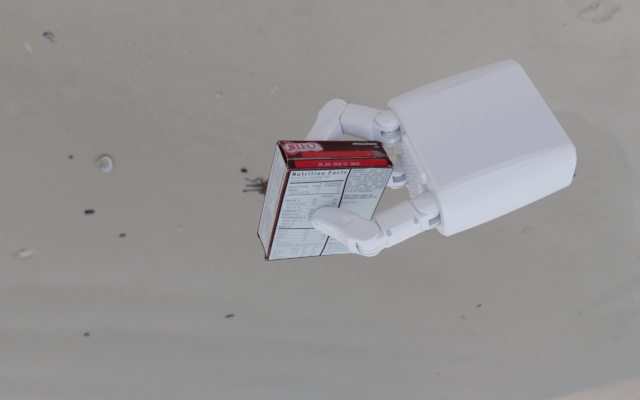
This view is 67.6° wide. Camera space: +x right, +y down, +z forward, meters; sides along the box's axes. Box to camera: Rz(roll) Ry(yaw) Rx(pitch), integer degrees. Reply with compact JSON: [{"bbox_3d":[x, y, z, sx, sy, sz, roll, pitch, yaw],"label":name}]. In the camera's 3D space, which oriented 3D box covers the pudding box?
[{"bbox_3d":[0.000,0.001,0.403,0.090,0.114,0.039,-2,45,-21],"label":"pudding box"}]
